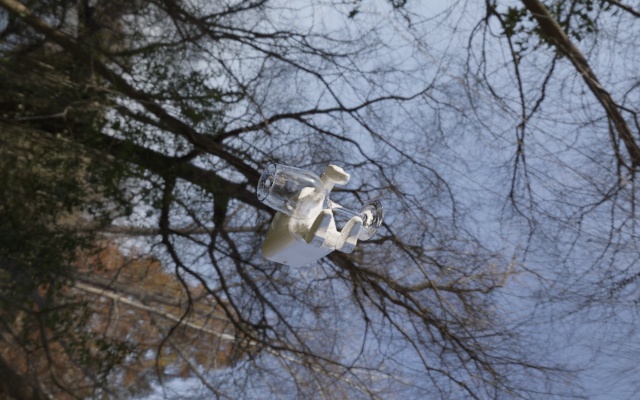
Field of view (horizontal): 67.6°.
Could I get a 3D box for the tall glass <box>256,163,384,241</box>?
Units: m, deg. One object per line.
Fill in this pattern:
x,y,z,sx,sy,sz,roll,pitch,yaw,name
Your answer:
0.001,0.003,0.762,0.201,0.079,0.079,21,-10,-28,tall glass
